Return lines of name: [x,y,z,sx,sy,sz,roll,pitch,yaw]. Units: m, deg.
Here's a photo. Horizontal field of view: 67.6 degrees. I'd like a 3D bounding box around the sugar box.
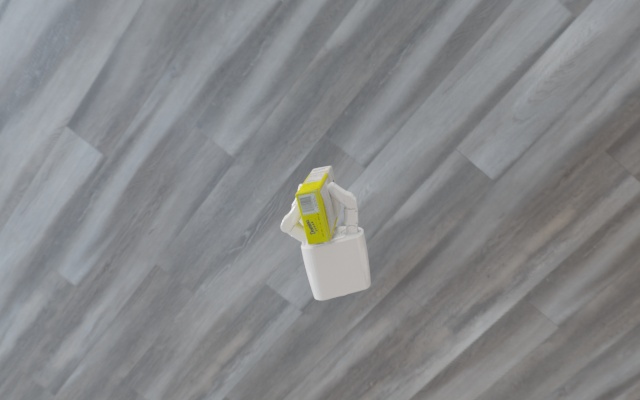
sugar box: [0.000,0.003,0.857,0.048,0.093,0.176,-11,14,9]
